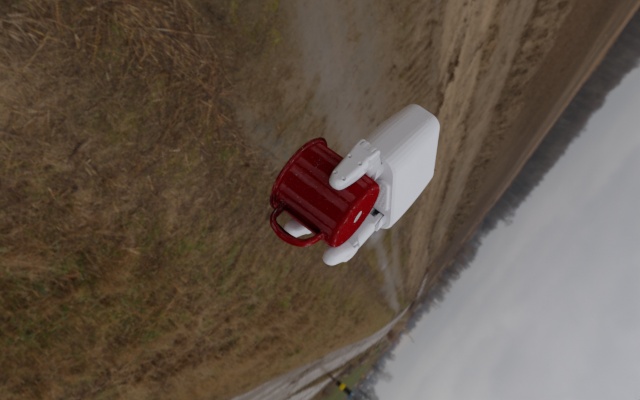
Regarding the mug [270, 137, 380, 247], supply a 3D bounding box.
[{"bbox_3d":[-0.001,0.003,0.492,0.081,0.117,0.093,37,-33,16],"label":"mug"}]
